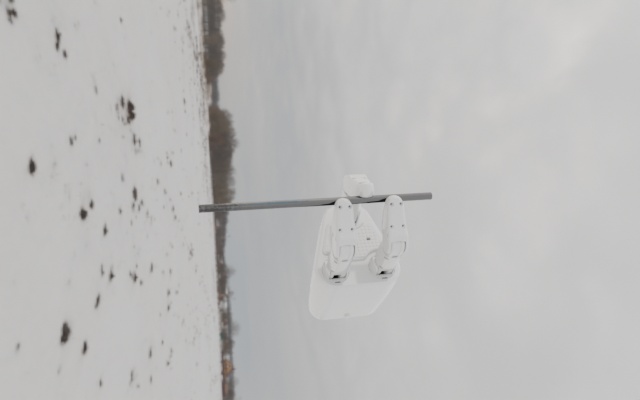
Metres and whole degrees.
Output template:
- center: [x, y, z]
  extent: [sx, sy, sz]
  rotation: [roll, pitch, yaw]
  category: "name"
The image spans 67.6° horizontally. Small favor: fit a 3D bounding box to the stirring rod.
- center: [0.000, 0.002, 0.485]
  extent: [0.239, 0.011, 0.011]
  rotation: [-3, 1, -12]
  category: "stirring rod"
